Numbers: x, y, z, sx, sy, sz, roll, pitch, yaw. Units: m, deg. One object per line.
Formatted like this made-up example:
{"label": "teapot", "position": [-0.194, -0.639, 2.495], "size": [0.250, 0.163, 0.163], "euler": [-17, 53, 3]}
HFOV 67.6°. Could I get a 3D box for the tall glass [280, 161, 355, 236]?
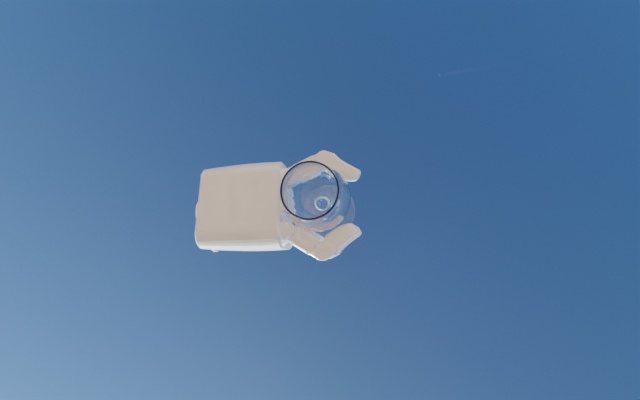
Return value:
{"label": "tall glass", "position": [0.000, 0.002, 0.587], "size": [0.079, 0.079, 0.201], "euler": [0, -7, 7]}
